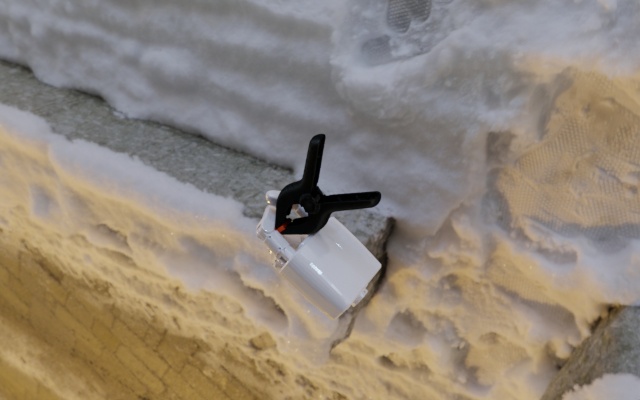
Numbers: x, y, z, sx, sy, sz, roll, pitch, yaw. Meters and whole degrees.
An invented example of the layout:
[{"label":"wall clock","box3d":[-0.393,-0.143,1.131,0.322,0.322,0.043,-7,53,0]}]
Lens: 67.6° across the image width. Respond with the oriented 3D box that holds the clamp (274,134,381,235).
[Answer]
[{"label":"clamp","box3d":[0.000,0.002,0.658,0.171,0.120,0.039,-52,-6,39]}]
